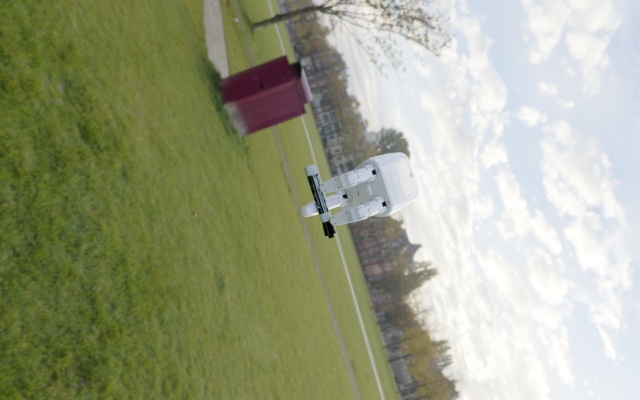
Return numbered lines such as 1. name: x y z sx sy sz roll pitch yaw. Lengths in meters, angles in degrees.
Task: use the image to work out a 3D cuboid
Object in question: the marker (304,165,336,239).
1. marker: 0.000 0.003 0.767 0.020 0.121 0.020 -17 2 1
